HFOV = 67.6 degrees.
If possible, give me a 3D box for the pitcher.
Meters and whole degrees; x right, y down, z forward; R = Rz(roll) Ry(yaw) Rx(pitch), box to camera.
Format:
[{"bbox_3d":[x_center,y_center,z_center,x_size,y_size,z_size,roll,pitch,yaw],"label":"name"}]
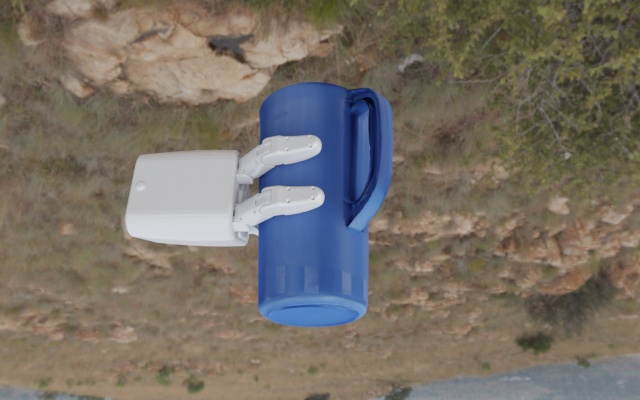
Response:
[{"bbox_3d":[0.000,0.002,0.509,0.145,0.242,0.149,0,-26,0],"label":"pitcher"}]
